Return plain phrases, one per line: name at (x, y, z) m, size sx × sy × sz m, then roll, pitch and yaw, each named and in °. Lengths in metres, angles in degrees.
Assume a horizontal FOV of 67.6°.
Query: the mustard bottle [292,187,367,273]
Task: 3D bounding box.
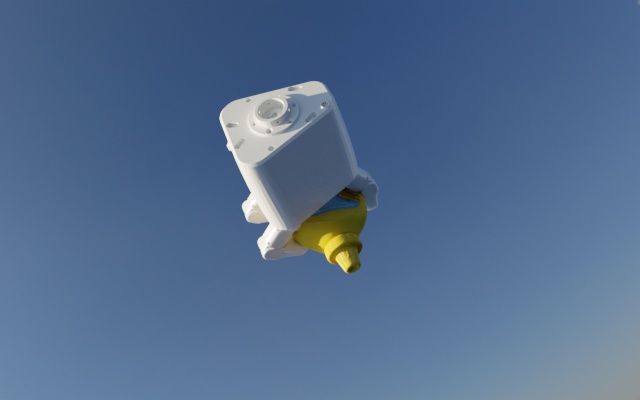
mustard bottle at (0.000, 0.002, 0.555) m, size 0.096 × 0.191 × 0.058 m, roll -10°, pitch -40°, yaw -21°
